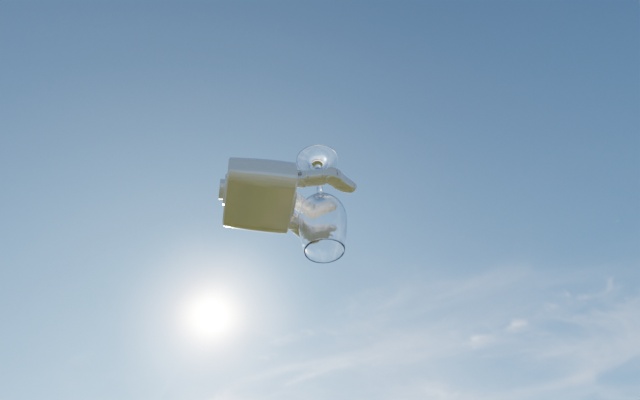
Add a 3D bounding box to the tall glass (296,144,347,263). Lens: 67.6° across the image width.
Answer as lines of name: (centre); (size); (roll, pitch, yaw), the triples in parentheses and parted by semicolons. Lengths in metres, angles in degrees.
tall glass: (0.000, 0.002, 0.775); (0.079, 0.200, 0.079); (-3, -42, -3)
